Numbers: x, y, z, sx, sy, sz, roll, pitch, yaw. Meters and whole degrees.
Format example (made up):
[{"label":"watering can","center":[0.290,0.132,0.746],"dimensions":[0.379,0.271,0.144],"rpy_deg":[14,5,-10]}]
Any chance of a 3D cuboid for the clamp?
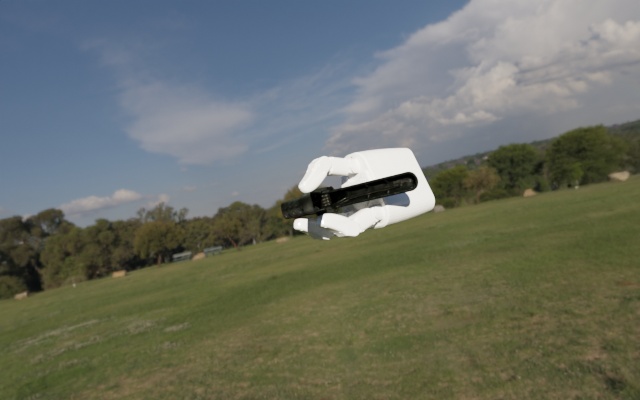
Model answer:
[{"label":"clamp","center":[0.000,0.001,0.626],"dimensions":[0.164,0.036,0.210],"rpy_deg":[-11,-2,-37]}]
